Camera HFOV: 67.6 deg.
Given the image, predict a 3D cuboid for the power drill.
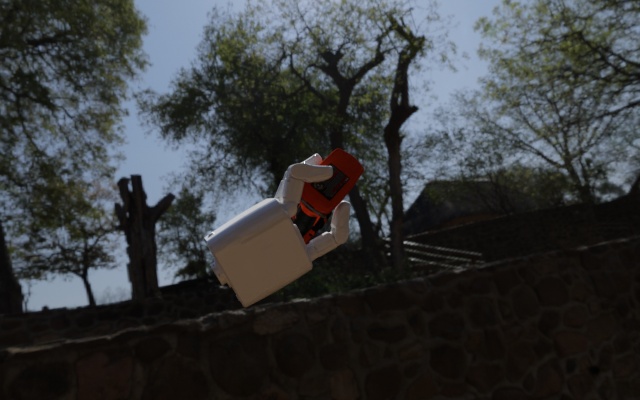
[{"bbox_3d":[0.000,0.002,0.737,0.057,0.184,0.188,37,-33,4],"label":"power drill"}]
